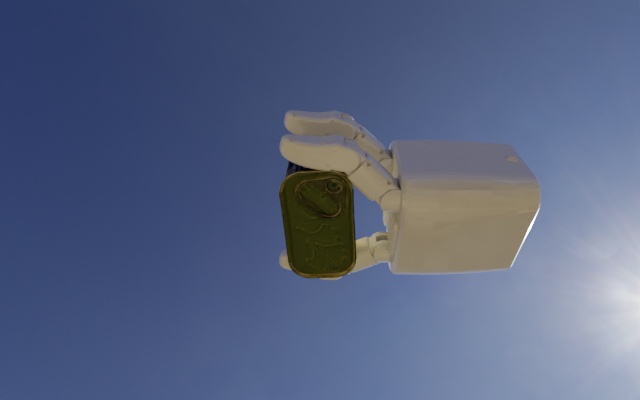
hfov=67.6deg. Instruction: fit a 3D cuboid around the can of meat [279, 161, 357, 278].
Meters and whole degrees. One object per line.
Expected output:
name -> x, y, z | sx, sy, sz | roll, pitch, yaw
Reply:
can of meat -> 0.000, 0.001, 0.415 | 0.057, 0.102, 0.084 | -3, 31, 4
